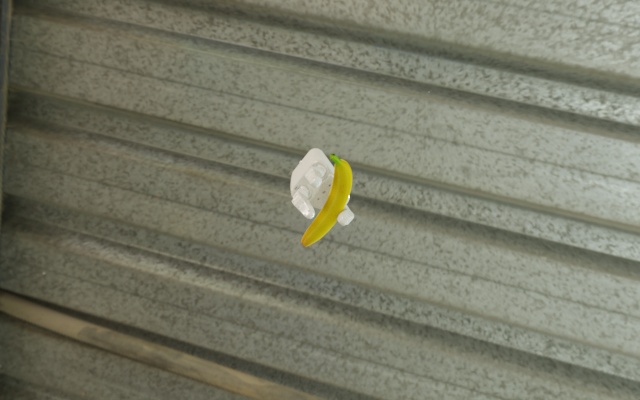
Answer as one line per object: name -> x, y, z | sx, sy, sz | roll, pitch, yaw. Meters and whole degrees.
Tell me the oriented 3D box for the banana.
banana -> 0.018, 0.001, 0.894 | 0.069, 0.198, 0.037 | 5, 27, -26
